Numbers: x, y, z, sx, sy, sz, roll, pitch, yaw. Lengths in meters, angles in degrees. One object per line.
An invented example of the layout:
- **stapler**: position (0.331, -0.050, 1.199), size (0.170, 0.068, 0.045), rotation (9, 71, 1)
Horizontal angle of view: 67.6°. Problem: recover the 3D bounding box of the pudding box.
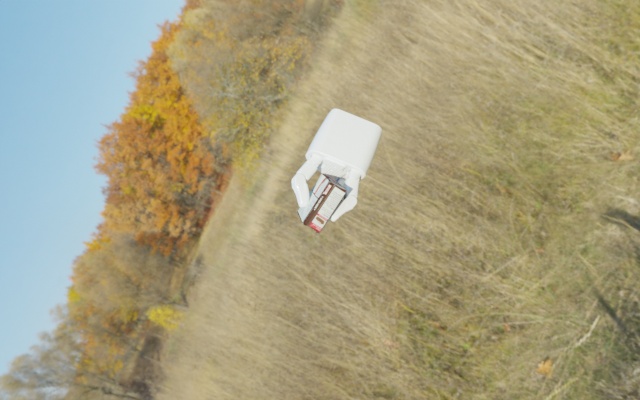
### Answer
- **pudding box**: position (0.000, 0.003, 0.850), size (0.039, 0.090, 0.113), rotation (31, 5, -10)
